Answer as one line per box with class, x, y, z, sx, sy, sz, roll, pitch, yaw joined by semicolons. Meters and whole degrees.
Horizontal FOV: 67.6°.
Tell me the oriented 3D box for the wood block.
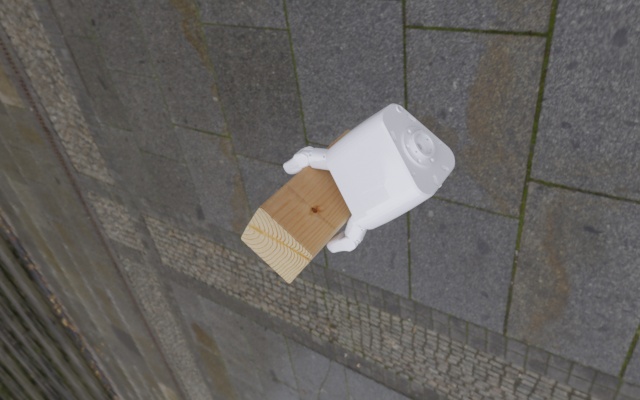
wood block;0.000;0.002;0.659;0.206;0.091;0.090;-44;-5;-39
